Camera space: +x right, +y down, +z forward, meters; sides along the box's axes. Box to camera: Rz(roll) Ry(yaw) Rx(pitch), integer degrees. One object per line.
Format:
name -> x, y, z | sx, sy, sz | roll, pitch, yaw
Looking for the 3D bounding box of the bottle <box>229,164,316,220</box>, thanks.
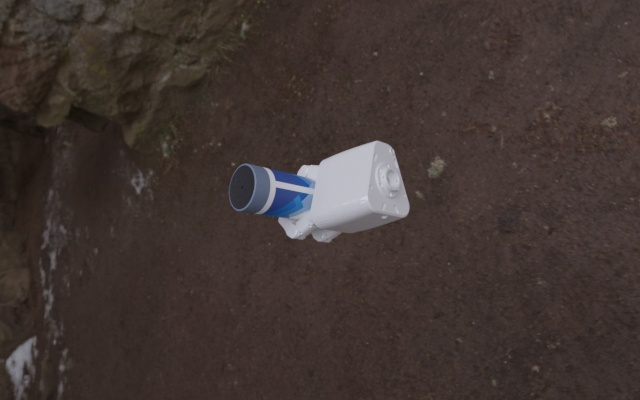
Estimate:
bottle -> 0.000, 0.002, 0.752 | 0.296, 0.069, 0.069 | 11, -7, -42
